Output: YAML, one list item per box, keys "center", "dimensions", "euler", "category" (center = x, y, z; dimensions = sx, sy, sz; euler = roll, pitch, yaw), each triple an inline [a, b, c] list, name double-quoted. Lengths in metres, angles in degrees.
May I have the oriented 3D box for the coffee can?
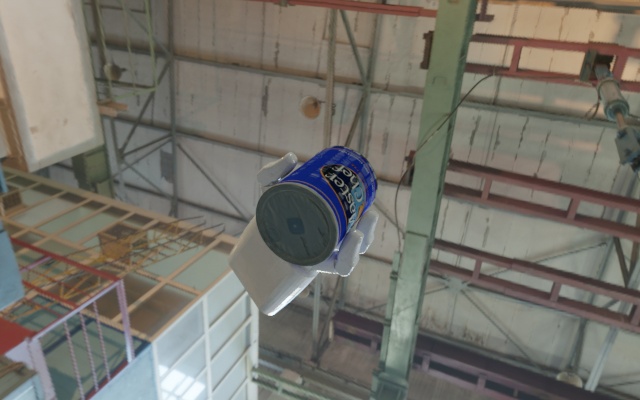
- center: [0.000, 0.002, 0.589]
  dimensions: [0.103, 0.103, 0.140]
  euler: [0, 23, 27]
  category: "coffee can"
